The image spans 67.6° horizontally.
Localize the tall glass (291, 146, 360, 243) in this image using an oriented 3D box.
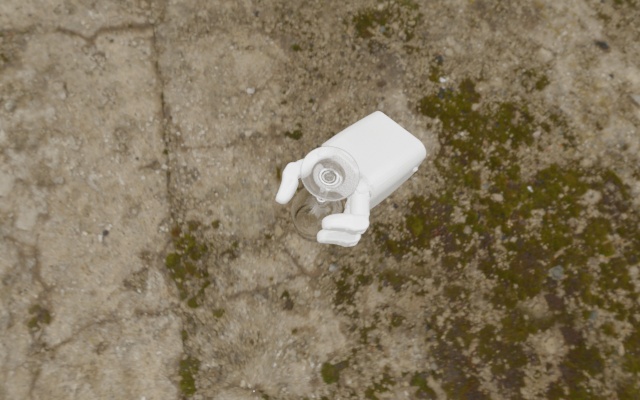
[{"bbox_3d":[0.000,0.002,0.677,0.079,0.079,0.201,0,-22,-8],"label":"tall glass"}]
